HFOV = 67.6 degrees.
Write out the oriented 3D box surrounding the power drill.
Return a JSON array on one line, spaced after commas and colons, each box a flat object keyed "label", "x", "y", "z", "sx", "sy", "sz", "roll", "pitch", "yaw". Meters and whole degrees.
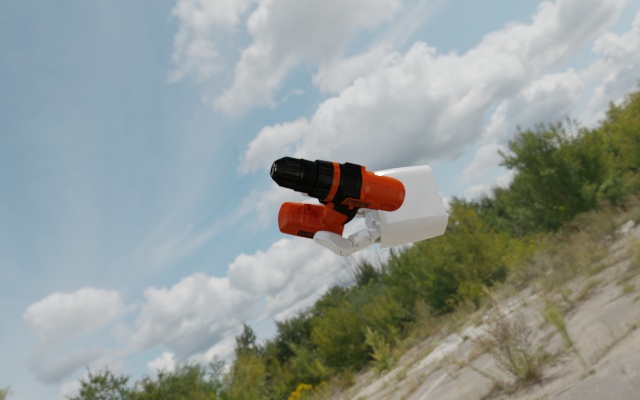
[{"label": "power drill", "x": 0.000, "y": 0.002, "z": 0.678, "sx": 0.184, "sy": 0.057, "sz": 0.188, "roll": 13, "pitch": -23, "yaw": -17}]
